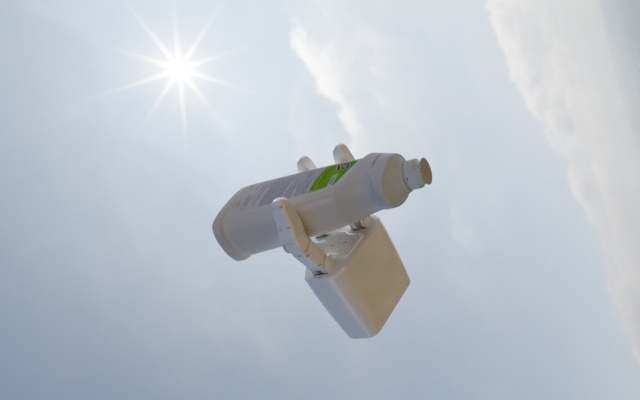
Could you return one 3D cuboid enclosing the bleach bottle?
[{"bbox_3d":[0.000,0.002,0.533,0.251,0.068,0.102,-14,30,33],"label":"bleach bottle"}]
